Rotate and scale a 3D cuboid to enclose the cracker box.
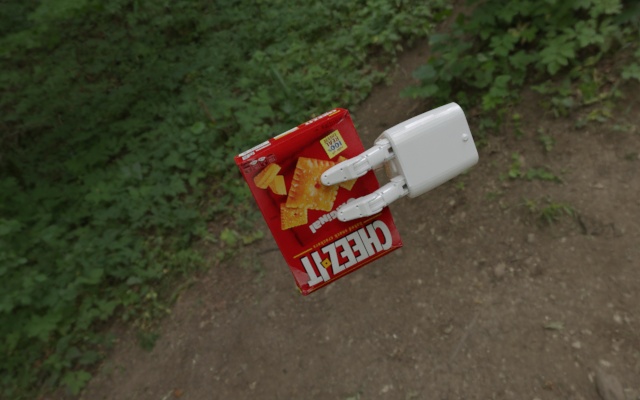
[{"bbox_3d":[0.000,0.002,0.670,0.164,0.214,0.072,-26,16,-5],"label":"cracker box"}]
